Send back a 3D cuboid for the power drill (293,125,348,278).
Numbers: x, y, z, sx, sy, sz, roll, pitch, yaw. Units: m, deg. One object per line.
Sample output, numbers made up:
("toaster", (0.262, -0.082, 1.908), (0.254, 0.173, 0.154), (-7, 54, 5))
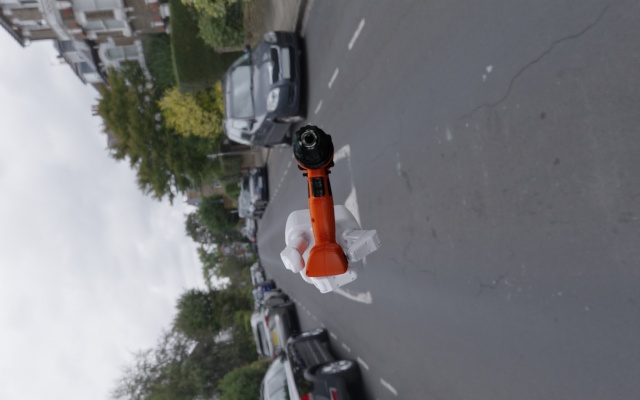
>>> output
("power drill", (0.000, 0.003, 0.624), (0.057, 0.187, 0.184), (-5, -3, 5))
